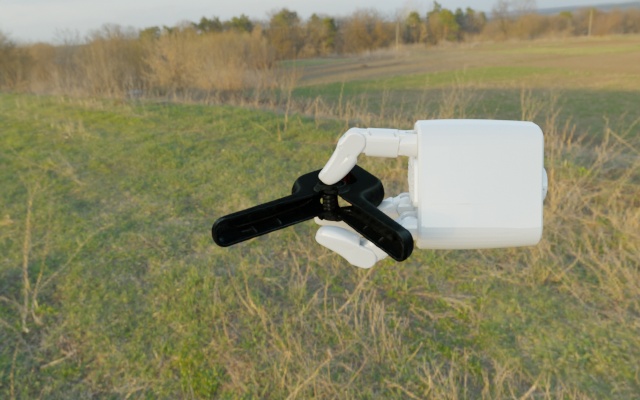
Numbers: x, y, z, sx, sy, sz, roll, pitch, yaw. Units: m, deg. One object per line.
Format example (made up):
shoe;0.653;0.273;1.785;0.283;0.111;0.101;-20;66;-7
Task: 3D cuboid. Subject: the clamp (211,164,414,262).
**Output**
clamp;0.000;0.001;0.460;0.164;0.036;0.210;2;20;6
